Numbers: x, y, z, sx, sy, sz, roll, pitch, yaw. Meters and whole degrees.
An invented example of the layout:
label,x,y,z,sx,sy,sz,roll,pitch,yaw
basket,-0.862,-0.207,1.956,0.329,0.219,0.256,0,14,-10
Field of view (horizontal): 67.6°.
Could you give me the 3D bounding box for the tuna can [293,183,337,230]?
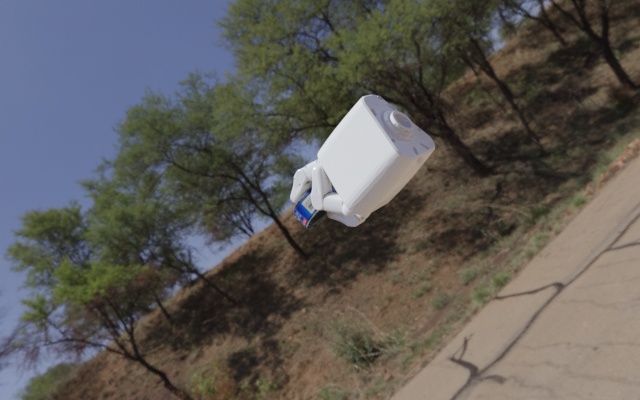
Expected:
label,x,y,z,sx,sy,sz,roll,pitch,yaw
tuna can,0.000,0.002,0.716,0.033,0.086,0.086,45,12,12
